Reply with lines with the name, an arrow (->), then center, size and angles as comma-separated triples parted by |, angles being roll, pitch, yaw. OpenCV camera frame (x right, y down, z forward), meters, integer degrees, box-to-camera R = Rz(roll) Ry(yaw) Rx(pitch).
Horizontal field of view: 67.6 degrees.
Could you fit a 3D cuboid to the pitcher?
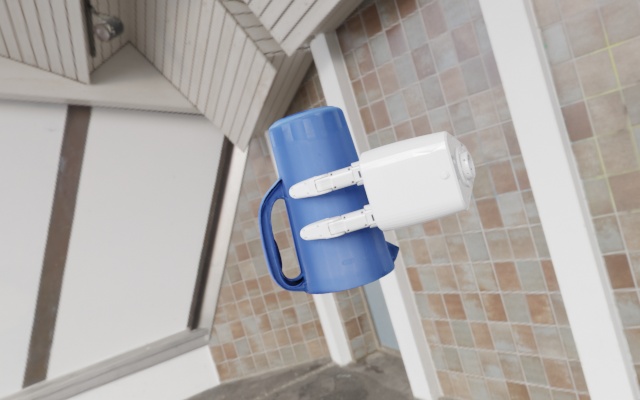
pitcher -> 0.000, 0.002, 0.663 | 0.145, 0.243, 0.149 | -14, 3, 31
